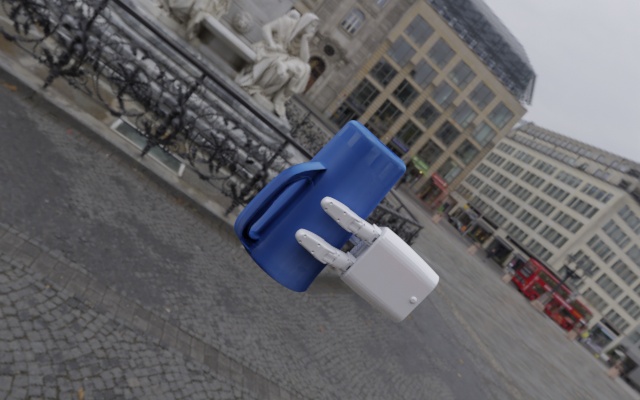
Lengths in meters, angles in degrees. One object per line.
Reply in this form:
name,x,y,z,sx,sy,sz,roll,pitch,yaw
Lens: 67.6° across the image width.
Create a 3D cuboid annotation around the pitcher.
pitcher,0.000,0.002,0.688,0.145,0.243,0.149,41,10,-2
